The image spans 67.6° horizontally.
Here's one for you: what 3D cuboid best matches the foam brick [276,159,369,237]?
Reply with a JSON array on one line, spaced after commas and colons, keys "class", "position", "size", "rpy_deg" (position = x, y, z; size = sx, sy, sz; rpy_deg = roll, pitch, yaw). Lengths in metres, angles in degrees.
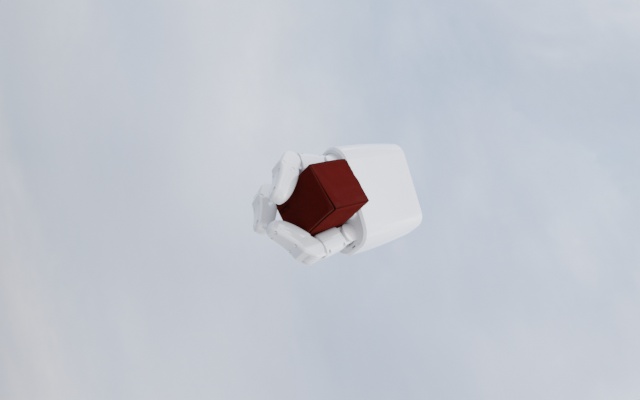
[{"class": "foam brick", "position": [0.000, 0.002, 0.486], "size": [0.051, 0.053, 0.078], "rpy_deg": [-13, -22, -41]}]
